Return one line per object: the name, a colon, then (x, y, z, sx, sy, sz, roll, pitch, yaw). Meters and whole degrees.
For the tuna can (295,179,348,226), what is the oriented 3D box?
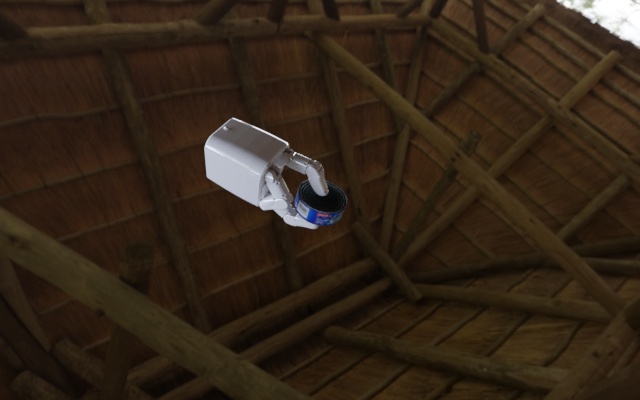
tuna can: (0.000, 0.003, 0.804, 0.086, 0.034, 0.086, 11, 39, -9)
